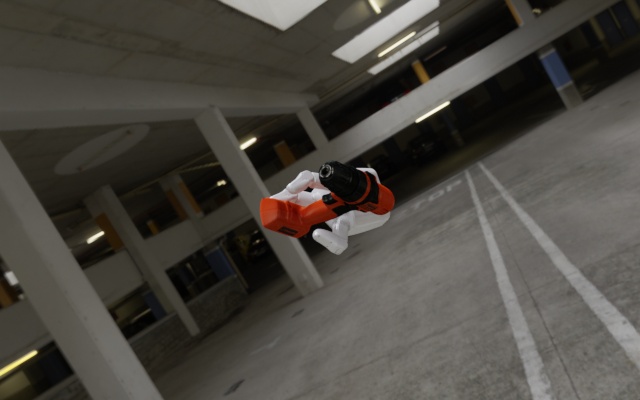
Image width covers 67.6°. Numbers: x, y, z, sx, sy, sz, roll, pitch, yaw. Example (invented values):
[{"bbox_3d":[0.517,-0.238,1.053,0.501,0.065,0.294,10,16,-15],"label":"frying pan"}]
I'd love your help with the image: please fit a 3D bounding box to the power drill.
[{"bbox_3d":[0.000,0.003,0.742,0.188,0.057,0.184,-17,-25,30],"label":"power drill"}]
